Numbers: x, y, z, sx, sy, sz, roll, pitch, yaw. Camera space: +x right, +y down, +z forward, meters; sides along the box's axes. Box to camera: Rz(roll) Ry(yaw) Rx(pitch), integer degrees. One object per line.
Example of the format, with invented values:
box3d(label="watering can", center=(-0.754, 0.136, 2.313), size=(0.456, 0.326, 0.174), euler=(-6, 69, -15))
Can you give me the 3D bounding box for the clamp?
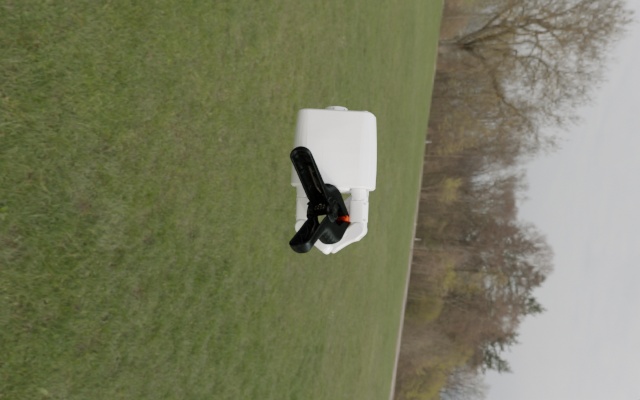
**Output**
box3d(label="clamp", center=(0.001, 0.002, 0.592), size=(0.039, 0.120, 0.171), euler=(2, -3, 17))
